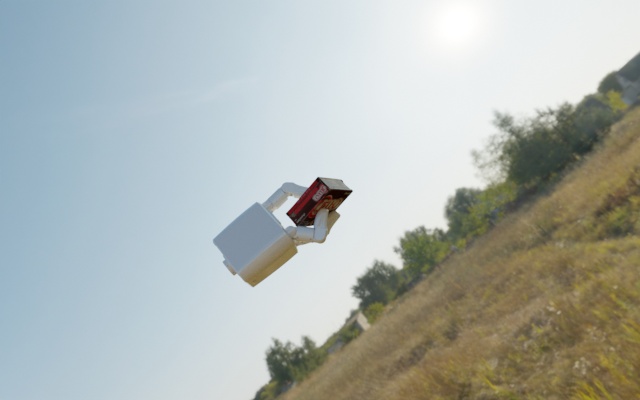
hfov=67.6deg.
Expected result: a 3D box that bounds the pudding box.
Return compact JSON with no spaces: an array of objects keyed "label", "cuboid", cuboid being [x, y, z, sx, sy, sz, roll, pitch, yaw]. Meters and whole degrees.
[{"label":"pudding box","cuboid":[0.000,0.003,0.847,0.090,0.039,0.113,-47,-15,17]}]
